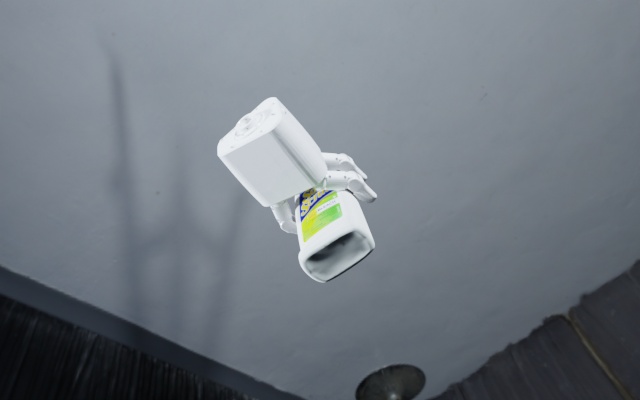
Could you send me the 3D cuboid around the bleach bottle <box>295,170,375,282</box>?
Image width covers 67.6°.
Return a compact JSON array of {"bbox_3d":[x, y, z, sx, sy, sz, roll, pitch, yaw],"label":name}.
[{"bbox_3d":[0.000,0.002,0.719,0.102,0.068,0.250,-34,34,10],"label":"bleach bottle"}]
